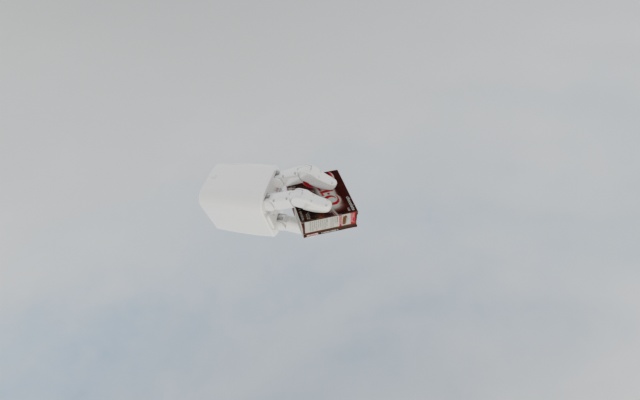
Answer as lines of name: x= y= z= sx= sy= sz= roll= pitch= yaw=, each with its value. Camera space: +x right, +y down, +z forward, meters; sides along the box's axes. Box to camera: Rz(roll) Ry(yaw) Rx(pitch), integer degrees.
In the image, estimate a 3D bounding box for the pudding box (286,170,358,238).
pudding box: x=0.000 y=0.003 z=0.755 sx=0.090 sy=0.039 sz=0.113 roll=-12 pitch=44 yaw=-10
